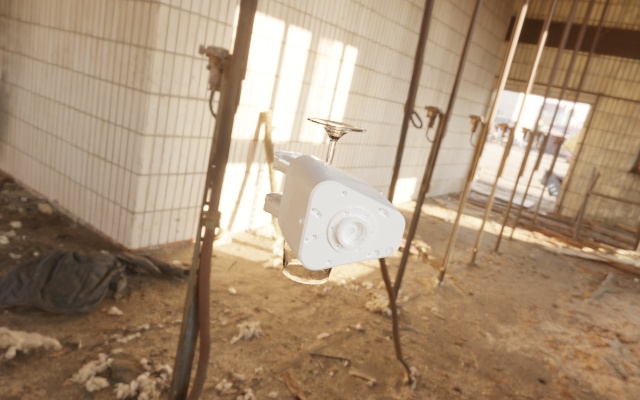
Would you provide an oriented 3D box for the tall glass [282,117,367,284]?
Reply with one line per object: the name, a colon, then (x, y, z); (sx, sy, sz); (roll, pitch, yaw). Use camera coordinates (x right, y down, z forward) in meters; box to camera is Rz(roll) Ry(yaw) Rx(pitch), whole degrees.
tall glass: (0.000, 0.001, 0.601); (0.079, 0.201, 0.079); (11, 14, -3)
